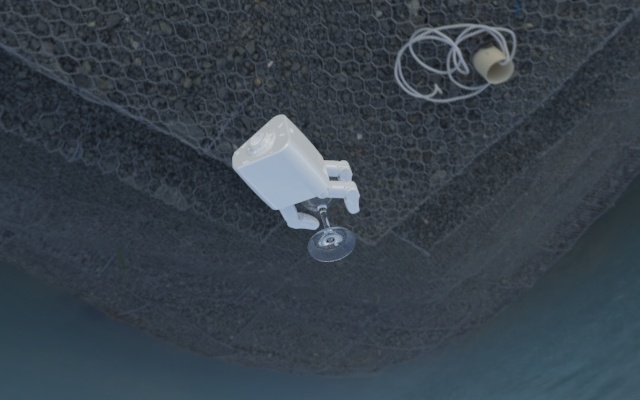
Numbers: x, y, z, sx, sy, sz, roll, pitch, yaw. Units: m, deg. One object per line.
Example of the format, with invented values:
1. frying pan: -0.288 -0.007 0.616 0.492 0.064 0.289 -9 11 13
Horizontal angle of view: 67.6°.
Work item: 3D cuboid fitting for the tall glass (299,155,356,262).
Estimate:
1. tall glass: 0.000 0.003 0.798 0.079 0.079 0.200 0 41 -13
